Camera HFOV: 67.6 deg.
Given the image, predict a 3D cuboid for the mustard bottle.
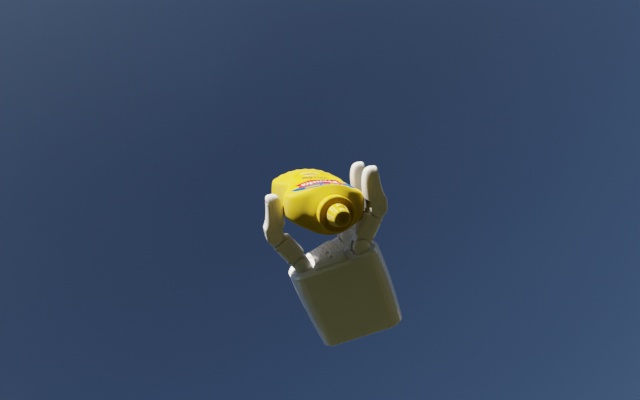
[{"bbox_3d":[0.000,0.002,0.583,0.096,0.058,0.191,-1,11,-14],"label":"mustard bottle"}]
